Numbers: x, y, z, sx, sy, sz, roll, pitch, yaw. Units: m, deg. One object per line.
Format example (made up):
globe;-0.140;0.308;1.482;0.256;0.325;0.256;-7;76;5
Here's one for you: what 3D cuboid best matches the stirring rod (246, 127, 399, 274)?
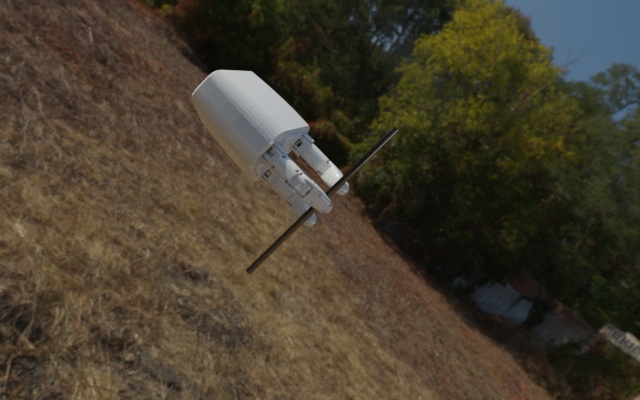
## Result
stirring rod;0.000;0.002;0.555;0.239;0.011;0.011;-44;-6;6
